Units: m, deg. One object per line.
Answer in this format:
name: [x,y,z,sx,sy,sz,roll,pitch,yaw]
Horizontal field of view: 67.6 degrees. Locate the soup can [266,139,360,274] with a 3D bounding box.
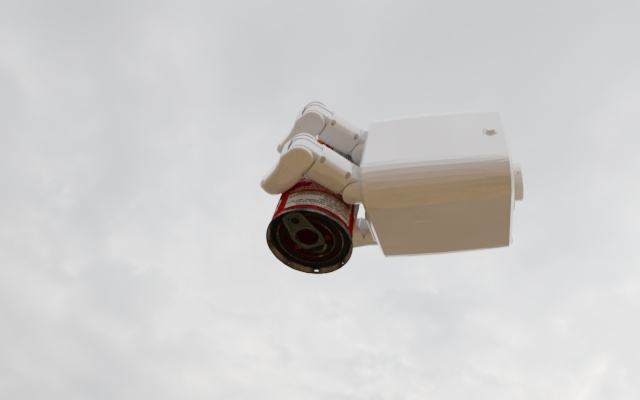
soup can: [0.000,0.001,0.401,0.068,0.069,0.102,0,39,13]
